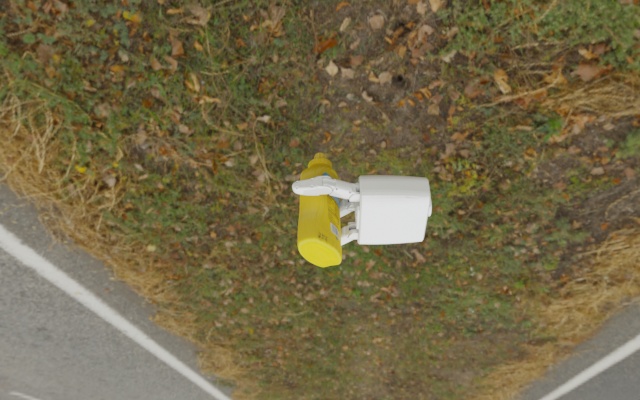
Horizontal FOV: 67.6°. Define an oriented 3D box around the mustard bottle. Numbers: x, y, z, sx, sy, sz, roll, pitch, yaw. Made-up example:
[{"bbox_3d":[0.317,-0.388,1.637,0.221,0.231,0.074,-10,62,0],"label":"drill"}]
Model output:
[{"bbox_3d":[0.000,0.003,0.767,0.058,0.191,0.096,-14,-36,22],"label":"mustard bottle"}]
